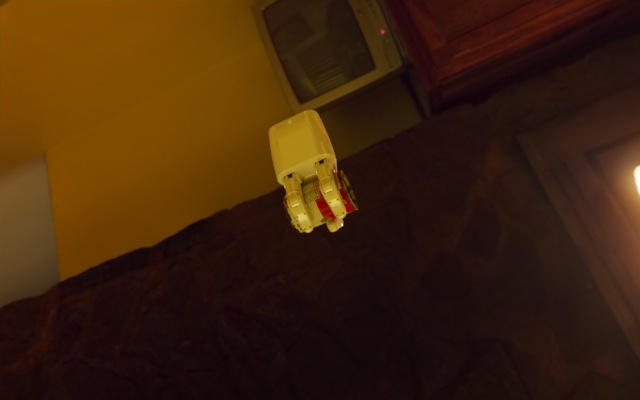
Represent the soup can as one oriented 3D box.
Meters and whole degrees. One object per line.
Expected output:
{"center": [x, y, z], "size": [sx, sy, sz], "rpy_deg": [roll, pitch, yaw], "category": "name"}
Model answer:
{"center": [0.000, 0.003, 0.759], "size": [0.102, 0.068, 0.068], "rpy_deg": [-23, -4, 10], "category": "soup can"}
